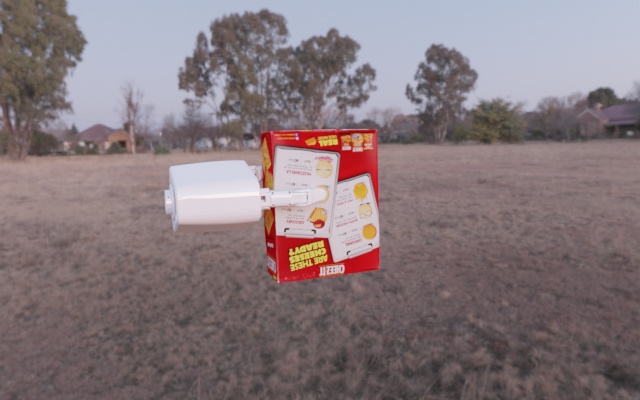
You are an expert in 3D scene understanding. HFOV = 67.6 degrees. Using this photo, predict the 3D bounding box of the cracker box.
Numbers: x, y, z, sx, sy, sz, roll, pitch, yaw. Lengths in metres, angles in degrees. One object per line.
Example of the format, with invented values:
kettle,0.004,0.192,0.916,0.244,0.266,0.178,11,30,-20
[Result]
cracker box,0.000,0.002,0.714,0.164,0.214,0.072,-4,8,-20
